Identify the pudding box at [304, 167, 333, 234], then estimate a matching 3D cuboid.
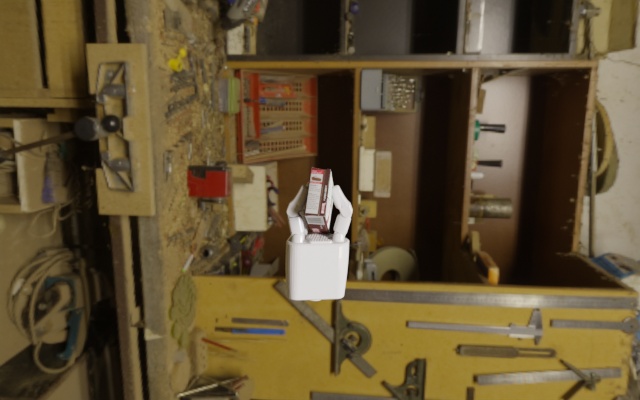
[{"bbox_3d":[0.000,0.003,0.856,0.039,0.090,0.113,5,-18,5],"label":"pudding box"}]
